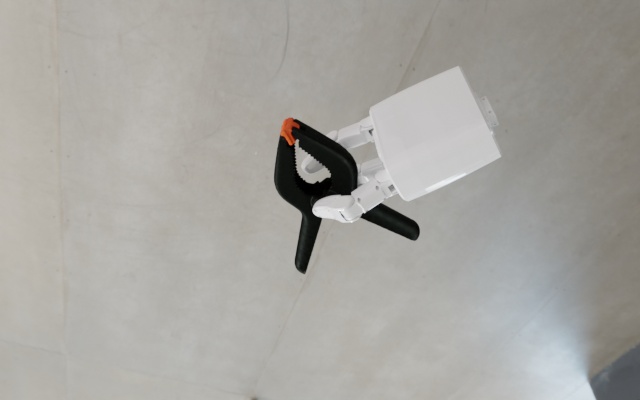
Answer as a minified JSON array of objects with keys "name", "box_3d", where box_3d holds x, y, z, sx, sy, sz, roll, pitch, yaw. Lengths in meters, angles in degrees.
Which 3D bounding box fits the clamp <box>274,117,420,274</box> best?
[{"name":"clamp","box_3d":[0.000,0.002,0.552,0.164,0.210,0.036,-26,33,19]}]
